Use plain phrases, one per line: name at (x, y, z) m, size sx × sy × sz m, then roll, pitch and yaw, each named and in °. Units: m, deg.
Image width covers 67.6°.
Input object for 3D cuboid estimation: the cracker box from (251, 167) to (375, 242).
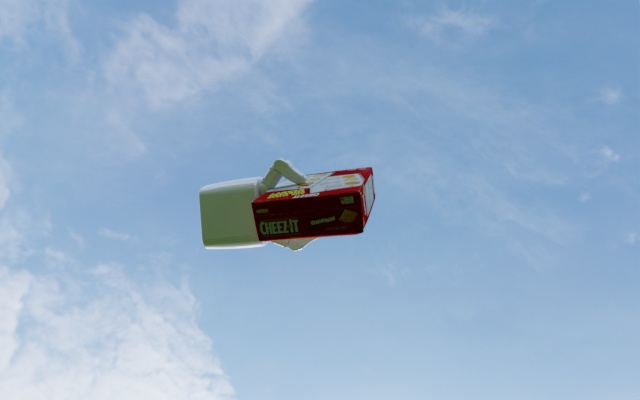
cracker box at (0.000, 0.002, 0.790) m, size 0.164 × 0.072 × 0.213 m, roll -6°, pitch 12°, yaw 13°
